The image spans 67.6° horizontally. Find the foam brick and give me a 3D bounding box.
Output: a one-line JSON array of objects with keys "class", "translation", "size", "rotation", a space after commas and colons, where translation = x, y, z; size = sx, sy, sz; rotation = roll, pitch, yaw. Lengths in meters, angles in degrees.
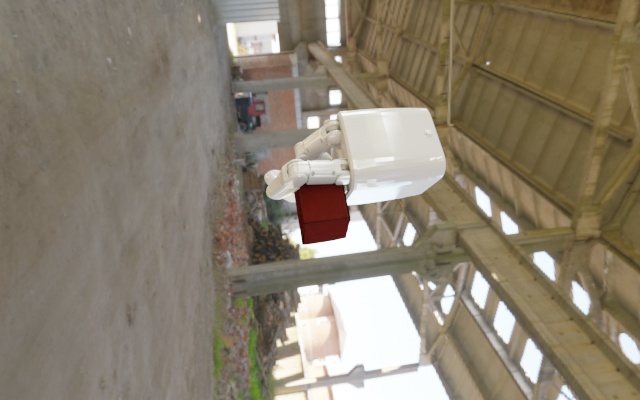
[{"class": "foam brick", "translation": [0.000, 0.002, 0.532], "size": [0.051, 0.078, 0.053], "rotation": [-6, -29, -8]}]
